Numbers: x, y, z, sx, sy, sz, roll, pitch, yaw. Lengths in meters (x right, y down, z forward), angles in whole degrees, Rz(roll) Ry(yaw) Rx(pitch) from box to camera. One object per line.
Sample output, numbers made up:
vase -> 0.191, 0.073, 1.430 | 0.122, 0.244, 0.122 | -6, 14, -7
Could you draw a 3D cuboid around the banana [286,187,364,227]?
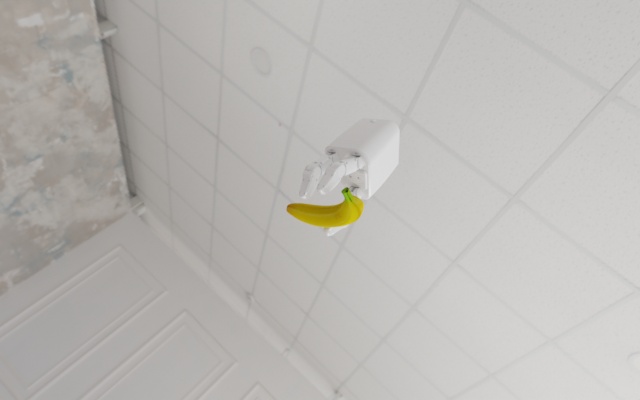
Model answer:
banana -> 0.014, 0.016, 0.778 | 0.037, 0.070, 0.198 | -49, 16, -29
